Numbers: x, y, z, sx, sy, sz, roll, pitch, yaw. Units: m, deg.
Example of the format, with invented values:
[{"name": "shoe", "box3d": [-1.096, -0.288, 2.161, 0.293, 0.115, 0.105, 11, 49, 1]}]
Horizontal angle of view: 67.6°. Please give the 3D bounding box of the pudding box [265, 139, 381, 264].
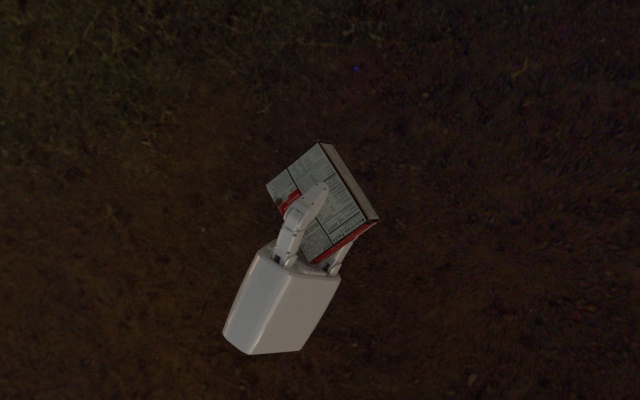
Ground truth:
[{"name": "pudding box", "box3d": [0.000, 0.002, 0.542, 0.090, 0.113, 0.039, -37, -15, 21]}]
